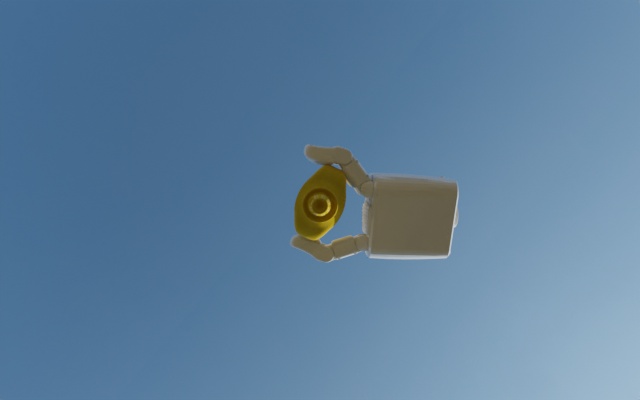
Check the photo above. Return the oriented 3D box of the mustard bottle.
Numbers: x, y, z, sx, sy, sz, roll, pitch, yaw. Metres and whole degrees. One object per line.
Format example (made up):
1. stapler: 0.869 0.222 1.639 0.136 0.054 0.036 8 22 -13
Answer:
1. mustard bottle: 0.000 0.002 0.614 0.058 0.096 0.191 26 3 -1
